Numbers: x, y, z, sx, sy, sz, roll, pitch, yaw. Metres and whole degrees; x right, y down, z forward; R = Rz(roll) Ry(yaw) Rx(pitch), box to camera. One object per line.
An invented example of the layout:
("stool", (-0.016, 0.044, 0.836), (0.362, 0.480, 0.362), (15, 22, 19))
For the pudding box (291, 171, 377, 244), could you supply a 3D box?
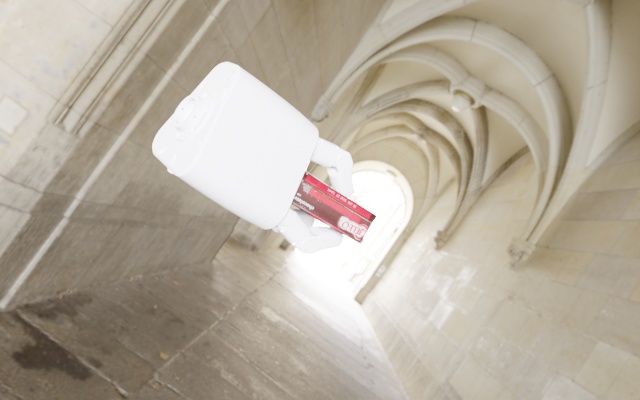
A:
("pudding box", (0.000, 0.002, 0.515), (0.090, 0.039, 0.113), (32, 0, -14))
